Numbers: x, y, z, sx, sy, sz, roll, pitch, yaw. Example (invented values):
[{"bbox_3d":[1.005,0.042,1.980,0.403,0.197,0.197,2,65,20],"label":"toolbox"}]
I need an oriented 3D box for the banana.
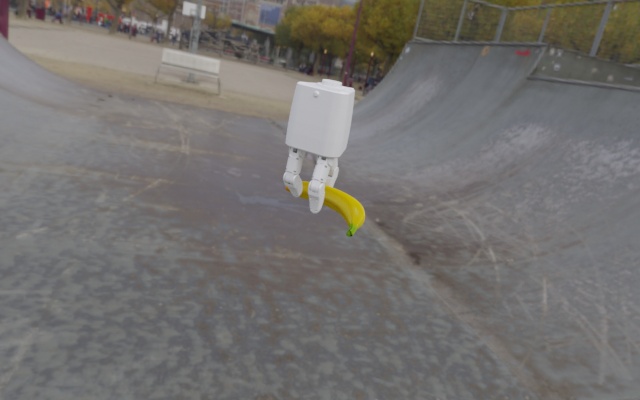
[{"bbox_3d":[0.017,0.002,0.840,0.069,0.037,0.197,-8,28,-36],"label":"banana"}]
